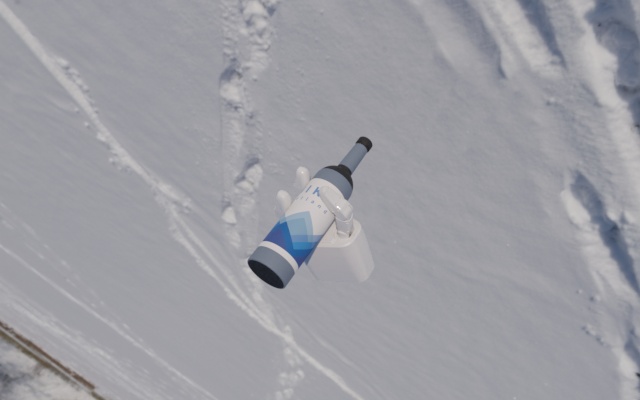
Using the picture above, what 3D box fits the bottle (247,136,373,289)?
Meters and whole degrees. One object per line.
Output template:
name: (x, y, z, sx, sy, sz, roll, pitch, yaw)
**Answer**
bottle: (0.000, 0.003, 0.748, 0.069, 0.069, 0.295, 0, 44, 47)
